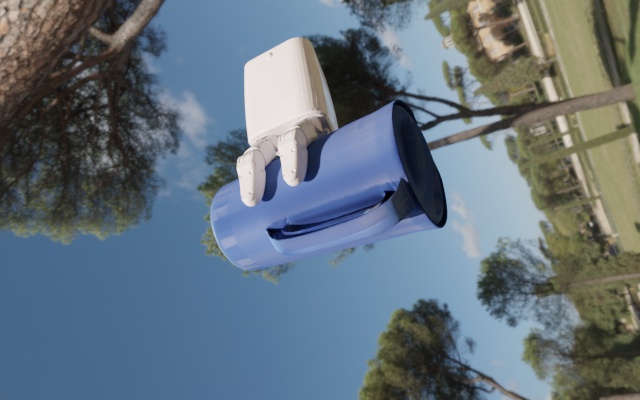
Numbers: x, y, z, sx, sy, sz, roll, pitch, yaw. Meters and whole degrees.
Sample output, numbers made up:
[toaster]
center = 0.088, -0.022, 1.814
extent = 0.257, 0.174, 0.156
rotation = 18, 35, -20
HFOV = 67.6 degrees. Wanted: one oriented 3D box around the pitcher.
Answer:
[pitcher]
center = 0.000, 0.002, 0.510
extent = 0.243, 0.145, 0.149
rotation = -20, -24, 26
